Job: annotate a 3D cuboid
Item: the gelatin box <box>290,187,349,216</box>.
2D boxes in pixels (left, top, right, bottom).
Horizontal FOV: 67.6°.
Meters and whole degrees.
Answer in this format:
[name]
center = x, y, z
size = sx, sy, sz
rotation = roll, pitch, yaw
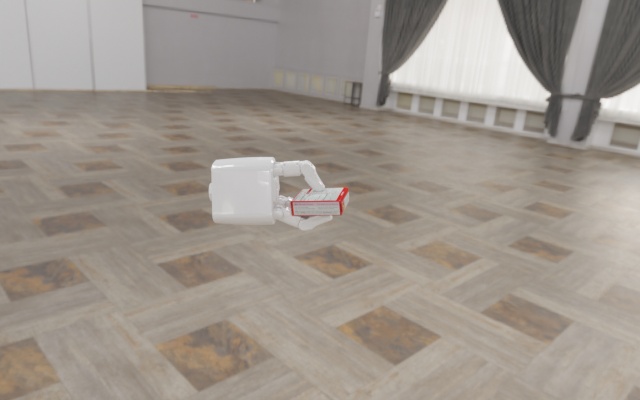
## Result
[gelatin box]
center = 0.000, 0.002, 0.826
size = 0.089, 0.030, 0.073
rotation = -2, 18, 15
